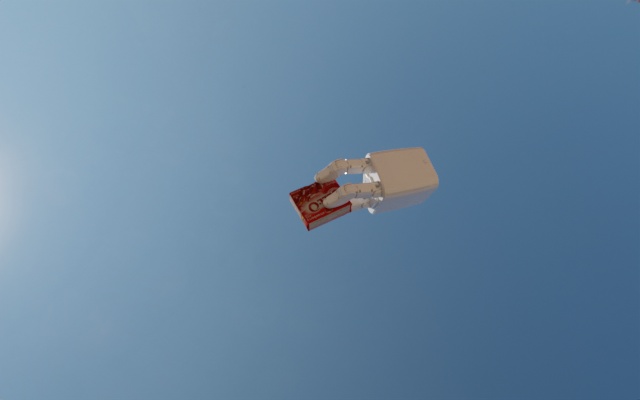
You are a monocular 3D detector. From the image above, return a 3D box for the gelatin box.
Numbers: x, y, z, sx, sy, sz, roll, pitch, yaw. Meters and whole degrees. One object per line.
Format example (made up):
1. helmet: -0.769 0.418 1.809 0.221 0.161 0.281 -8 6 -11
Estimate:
1. gelatin box: 0.000 0.003 0.840 0.089 0.073 0.030 -24 -30 -14
